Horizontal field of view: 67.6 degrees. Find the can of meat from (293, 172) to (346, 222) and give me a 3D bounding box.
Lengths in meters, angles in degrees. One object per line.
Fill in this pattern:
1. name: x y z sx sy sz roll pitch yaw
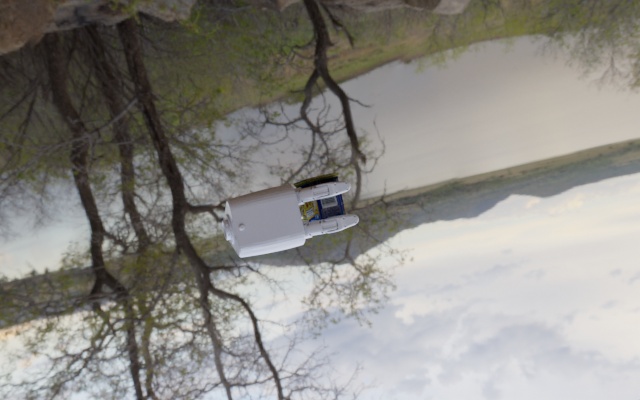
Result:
1. can of meat: 0.000 0.003 0.806 0.057 0.084 0.102 -12 0 -22
